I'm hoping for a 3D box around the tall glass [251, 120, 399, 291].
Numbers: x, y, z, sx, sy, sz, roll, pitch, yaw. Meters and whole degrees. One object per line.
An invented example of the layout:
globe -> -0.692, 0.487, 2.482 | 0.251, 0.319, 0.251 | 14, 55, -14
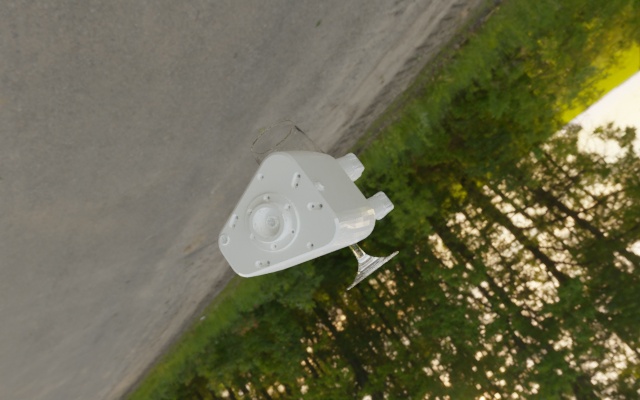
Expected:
tall glass -> 0.000, 0.002, 0.556 | 0.079, 0.201, 0.079 | -35, -11, -8
